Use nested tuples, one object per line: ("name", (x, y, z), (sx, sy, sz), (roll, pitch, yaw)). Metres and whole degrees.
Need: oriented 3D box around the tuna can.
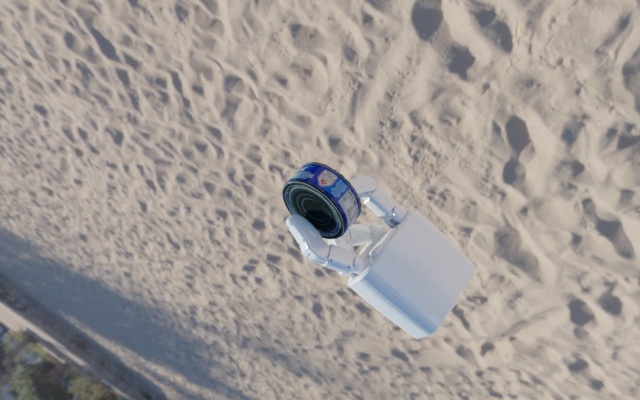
("tuna can", (0.000, 0.002, 0.525), (0.086, 0.086, 0.033), (0, 39, 47))
